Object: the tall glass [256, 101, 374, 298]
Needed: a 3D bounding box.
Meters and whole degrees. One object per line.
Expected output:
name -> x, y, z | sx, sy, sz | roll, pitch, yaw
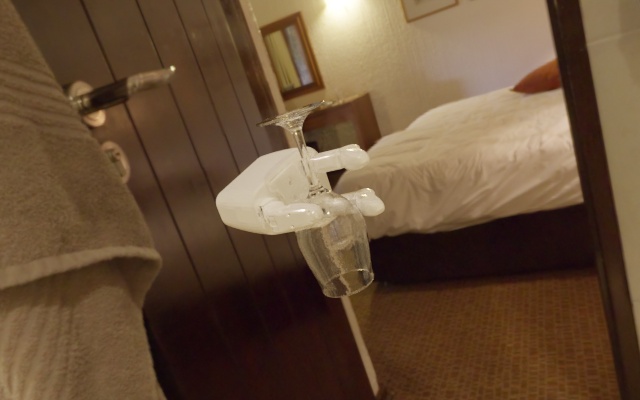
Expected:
tall glass -> 0.000, 0.001, 0.512 | 0.079, 0.201, 0.079 | -18, 14, 5
